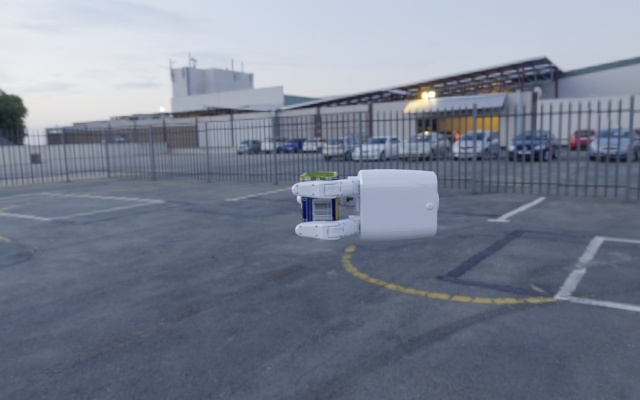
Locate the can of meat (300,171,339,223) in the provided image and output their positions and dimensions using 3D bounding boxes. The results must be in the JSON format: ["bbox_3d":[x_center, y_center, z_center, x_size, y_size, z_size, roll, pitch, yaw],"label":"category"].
[{"bbox_3d":[0.000,0.002,0.696,0.057,0.084,0.102,-1,7,3],"label":"can of meat"}]
